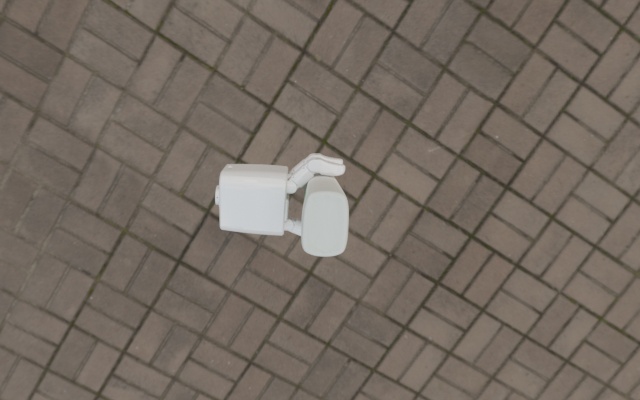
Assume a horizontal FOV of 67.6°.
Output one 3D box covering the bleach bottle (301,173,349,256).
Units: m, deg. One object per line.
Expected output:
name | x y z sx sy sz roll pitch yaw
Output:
bleach bottle | 0.000 0.003 0.797 0.068 0.102 0.250 3 14 -4
